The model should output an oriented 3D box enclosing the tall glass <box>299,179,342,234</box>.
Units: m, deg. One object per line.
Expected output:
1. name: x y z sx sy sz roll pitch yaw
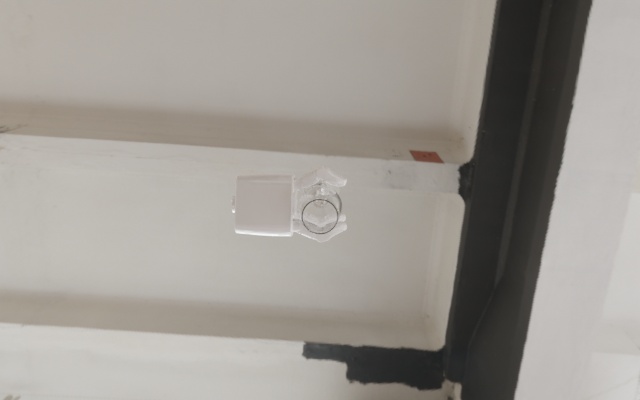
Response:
1. tall glass: 0.000 0.003 0.890 0.079 0.079 0.201 0 14 0
